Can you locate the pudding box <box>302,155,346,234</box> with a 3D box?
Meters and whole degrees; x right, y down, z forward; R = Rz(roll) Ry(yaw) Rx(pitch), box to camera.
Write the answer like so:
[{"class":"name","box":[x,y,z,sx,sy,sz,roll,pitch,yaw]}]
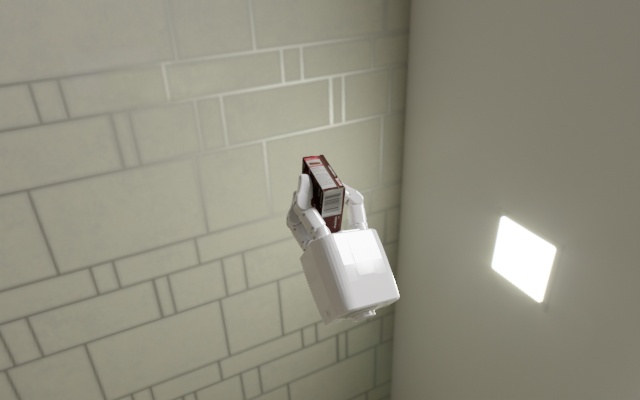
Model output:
[{"class":"pudding box","box":[0.000,0.002,0.713,0.039,0.114,0.090,-9,40,-20]}]
